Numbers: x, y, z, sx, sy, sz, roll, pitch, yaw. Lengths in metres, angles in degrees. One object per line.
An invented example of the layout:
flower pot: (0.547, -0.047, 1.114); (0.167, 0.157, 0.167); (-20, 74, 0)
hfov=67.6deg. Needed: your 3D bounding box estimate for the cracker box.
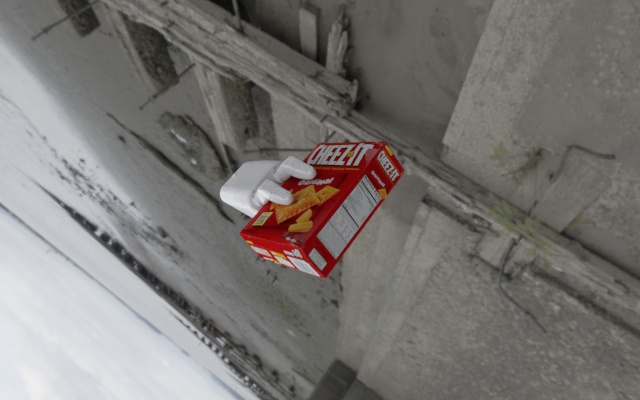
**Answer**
cracker box: (0.000, 0.003, 0.726); (0.164, 0.213, 0.072); (8, -38, 51)
